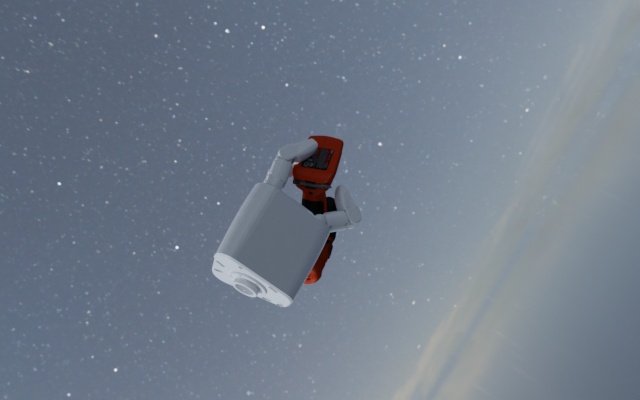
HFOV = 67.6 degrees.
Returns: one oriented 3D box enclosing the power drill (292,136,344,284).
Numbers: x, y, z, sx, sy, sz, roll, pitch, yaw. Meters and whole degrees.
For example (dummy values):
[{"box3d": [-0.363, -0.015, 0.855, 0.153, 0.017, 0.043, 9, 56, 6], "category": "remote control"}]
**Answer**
[{"box3d": [0.000, 0.002, 0.708, 0.057, 0.188, 0.184, 7, 38, 8], "category": "power drill"}]
